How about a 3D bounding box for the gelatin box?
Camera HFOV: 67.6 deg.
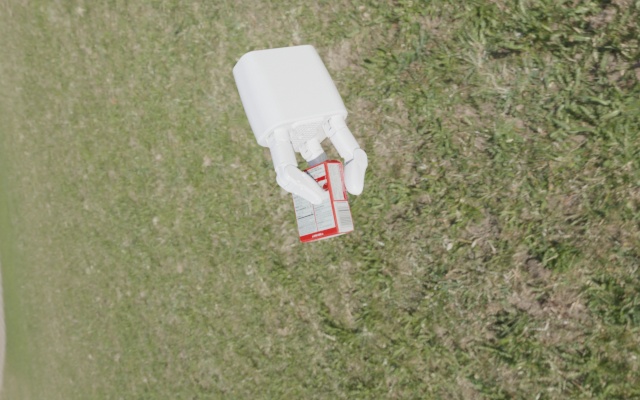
[{"bbox_3d":[0.000,0.002,0.586,0.030,0.089,0.073,-4,-10,-42],"label":"gelatin box"}]
